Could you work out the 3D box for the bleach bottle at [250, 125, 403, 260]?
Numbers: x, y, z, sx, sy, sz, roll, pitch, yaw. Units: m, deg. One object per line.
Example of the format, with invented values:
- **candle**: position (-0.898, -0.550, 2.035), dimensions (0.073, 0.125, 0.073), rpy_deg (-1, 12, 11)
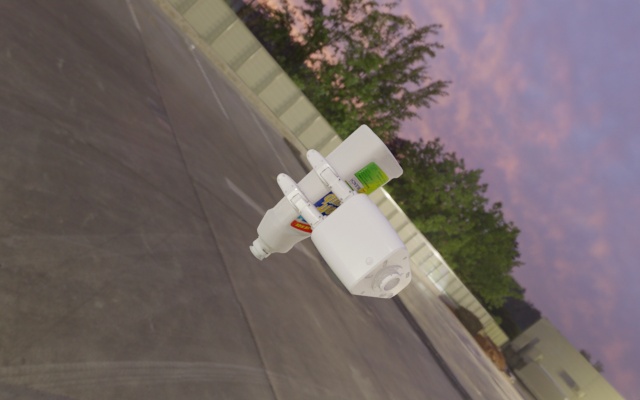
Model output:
- **bleach bottle**: position (0.000, 0.002, 0.721), dimensions (0.068, 0.251, 0.103), rpy_deg (54, 8, 37)
